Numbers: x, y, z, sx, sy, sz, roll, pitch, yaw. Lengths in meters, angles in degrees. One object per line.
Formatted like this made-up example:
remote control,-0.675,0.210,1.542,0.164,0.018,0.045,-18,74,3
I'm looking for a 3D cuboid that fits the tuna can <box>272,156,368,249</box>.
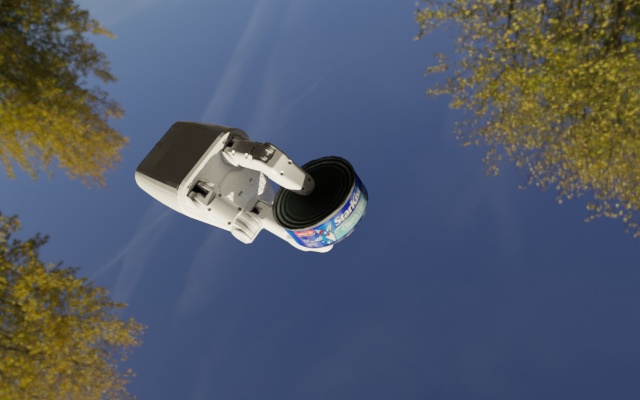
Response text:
tuna can,0.000,0.002,0.441,0.086,0.086,0.034,0,-38,38
